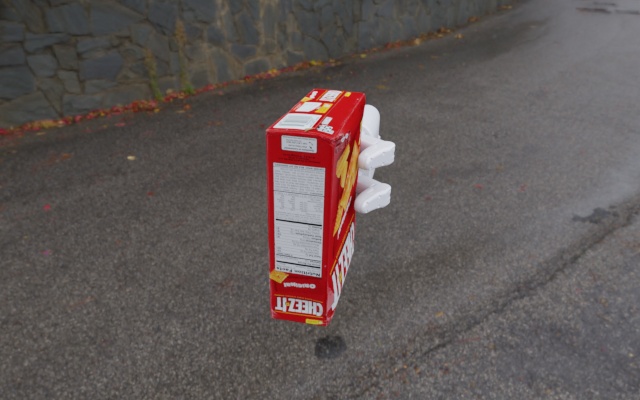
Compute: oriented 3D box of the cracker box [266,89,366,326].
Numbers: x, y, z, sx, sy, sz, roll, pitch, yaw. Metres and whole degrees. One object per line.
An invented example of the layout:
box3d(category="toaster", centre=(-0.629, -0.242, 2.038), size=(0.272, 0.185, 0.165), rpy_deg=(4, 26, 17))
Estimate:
box3d(category="cracker box", centre=(0.000, 0.002, 0.527), size=(0.072, 0.214, 0.164), rpy_deg=(7, 27, 12))
